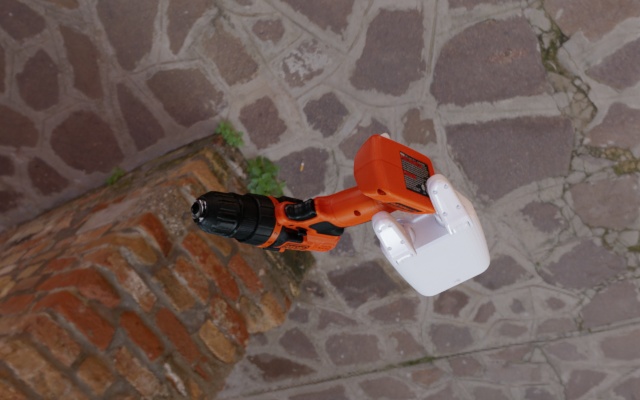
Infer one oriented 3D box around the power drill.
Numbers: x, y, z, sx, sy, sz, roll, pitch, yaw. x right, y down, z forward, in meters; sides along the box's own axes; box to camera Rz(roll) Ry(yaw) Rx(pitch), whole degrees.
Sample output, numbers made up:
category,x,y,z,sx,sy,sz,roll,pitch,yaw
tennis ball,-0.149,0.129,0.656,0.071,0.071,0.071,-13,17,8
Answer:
category,x,y,z,sx,sy,sz,roll,pitch,yaw
power drill,0.001,0.001,0.449,0.188,0.057,0.184,-21,-21,38
